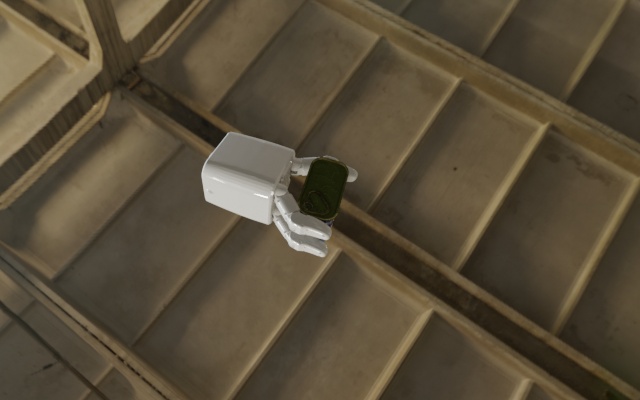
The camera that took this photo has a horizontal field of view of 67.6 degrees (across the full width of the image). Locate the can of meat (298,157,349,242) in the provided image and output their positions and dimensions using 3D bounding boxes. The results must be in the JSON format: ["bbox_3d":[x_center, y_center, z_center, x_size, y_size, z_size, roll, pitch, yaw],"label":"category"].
[{"bbox_3d":[0.000,0.002,0.706,0.057,0.102,0.084,16,-32,1],"label":"can of meat"}]
